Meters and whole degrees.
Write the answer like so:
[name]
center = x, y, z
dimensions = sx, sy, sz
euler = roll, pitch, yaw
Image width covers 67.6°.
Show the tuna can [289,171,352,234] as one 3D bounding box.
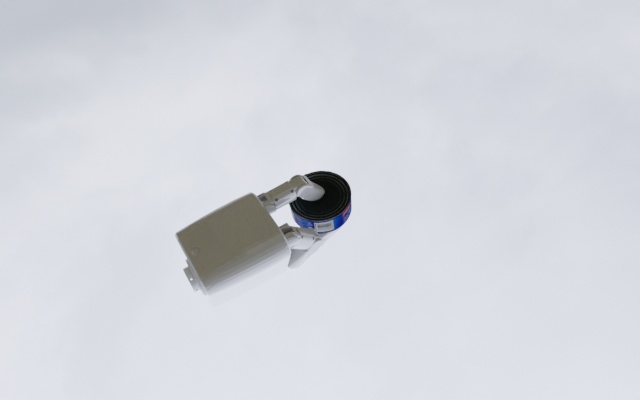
[tuna can]
center = 0.000, 0.002, 0.651
dimensions = 0.086, 0.086, 0.034
euler = 0, -37, 7
